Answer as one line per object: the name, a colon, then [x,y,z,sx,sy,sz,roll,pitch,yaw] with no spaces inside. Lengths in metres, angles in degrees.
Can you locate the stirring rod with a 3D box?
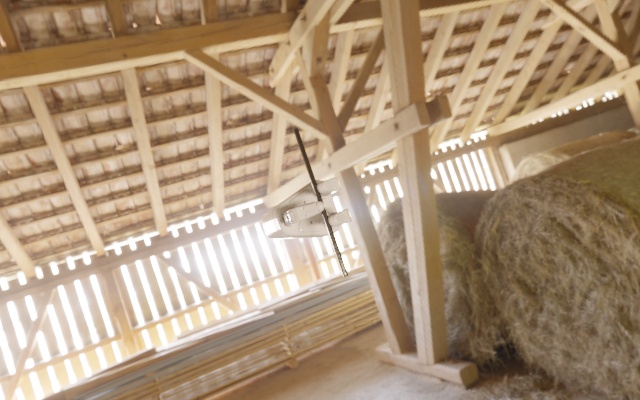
stirring rod: [0.000,0.003,0.739,0.011,0.239,0.011,-19,-2,-1]
